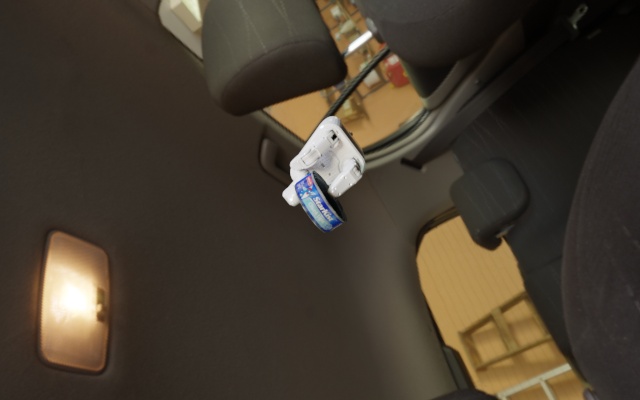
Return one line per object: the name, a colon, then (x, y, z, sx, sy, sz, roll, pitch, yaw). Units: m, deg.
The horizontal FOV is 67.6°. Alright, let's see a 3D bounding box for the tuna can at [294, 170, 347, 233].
tuna can: (0.000, 0.003, 0.675, 0.034, 0.086, 0.086, -33, -7, 11)
